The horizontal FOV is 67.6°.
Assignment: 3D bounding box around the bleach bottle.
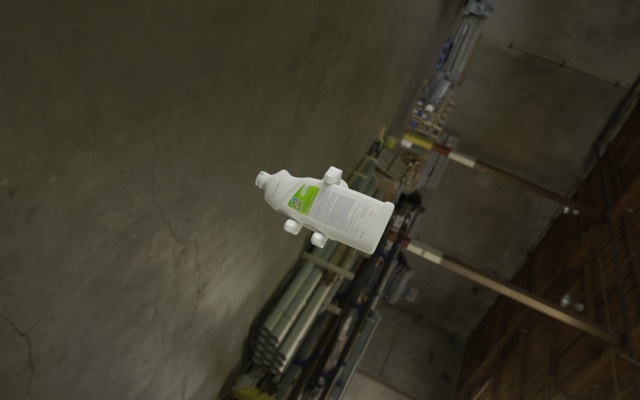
[{"bbox_3d":[0.000,0.003,0.876,0.251,0.102,0.068,25,-10,10],"label":"bleach bottle"}]
